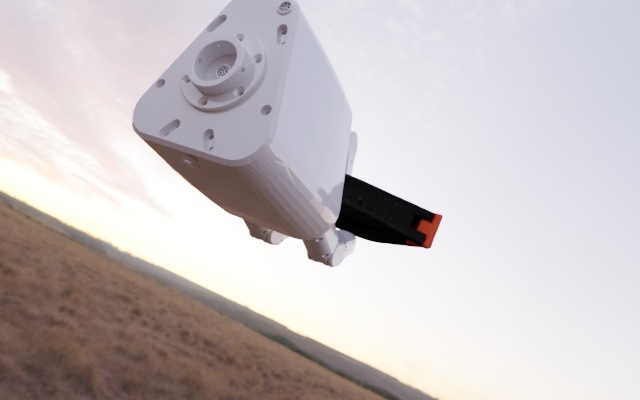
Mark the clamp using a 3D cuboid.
[{"bbox_3d":[0.001,0.001,0.408,0.210,0.036,0.165,18,-14,25],"label":"clamp"}]
